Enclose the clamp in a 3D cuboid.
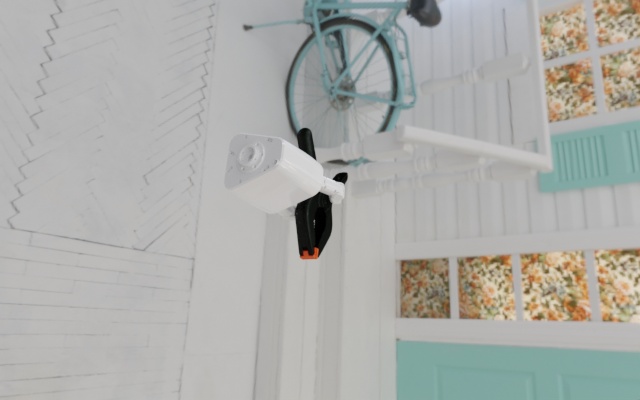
[{"bbox_3d":[0.001,0.003,0.816,0.036,0.210,0.165,-6,-22,29],"label":"clamp"}]
